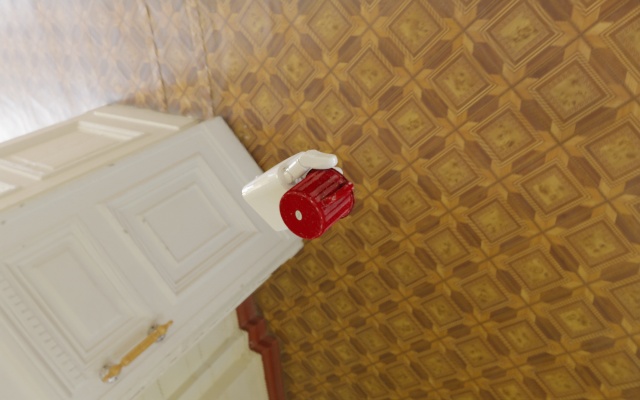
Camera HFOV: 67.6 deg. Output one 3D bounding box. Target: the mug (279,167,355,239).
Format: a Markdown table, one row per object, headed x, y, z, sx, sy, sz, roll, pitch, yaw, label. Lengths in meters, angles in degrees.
| x | y | z | sx | sy | sz | roll | pitch | yaw | label |
| --- | --- | --- | --- | --- | --- | --- | --- | --- | --- |
| 0.001 | 0.002 | 0.706 | 0.117 | 0.093 | 0.081 | -21 | 12 | 43 | mug |
